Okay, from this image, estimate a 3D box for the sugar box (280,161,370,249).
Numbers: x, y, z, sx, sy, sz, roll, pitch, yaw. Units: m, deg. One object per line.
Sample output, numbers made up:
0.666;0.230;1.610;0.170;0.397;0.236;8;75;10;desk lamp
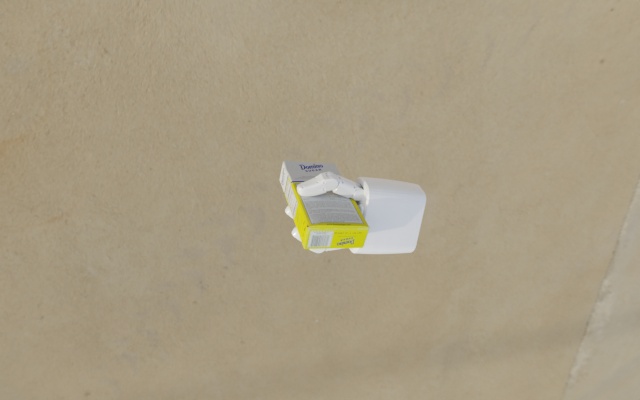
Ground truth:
0.000;0.003;0.731;0.093;0.048;0.176;2;32;-19;sugar box
